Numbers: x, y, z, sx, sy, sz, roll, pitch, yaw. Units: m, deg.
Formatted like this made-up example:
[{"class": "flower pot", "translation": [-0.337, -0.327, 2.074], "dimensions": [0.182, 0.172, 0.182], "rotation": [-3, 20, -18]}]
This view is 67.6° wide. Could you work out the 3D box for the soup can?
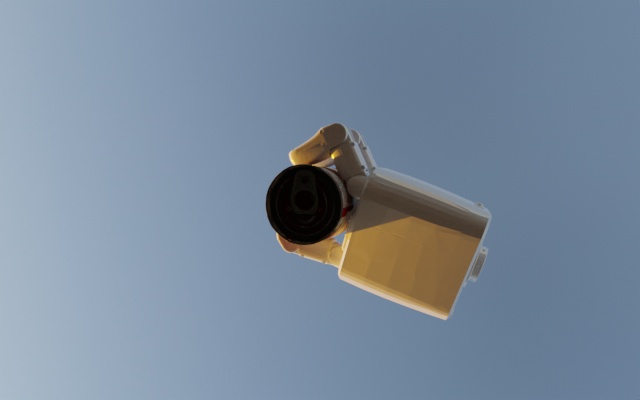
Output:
[{"class": "soup can", "translation": [0.000, 0.001, 0.444], "dimensions": [0.068, 0.068, 0.102], "rotation": [0, 2, 17]}]
